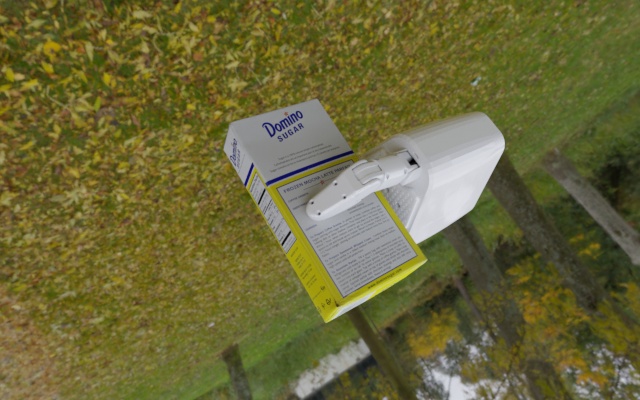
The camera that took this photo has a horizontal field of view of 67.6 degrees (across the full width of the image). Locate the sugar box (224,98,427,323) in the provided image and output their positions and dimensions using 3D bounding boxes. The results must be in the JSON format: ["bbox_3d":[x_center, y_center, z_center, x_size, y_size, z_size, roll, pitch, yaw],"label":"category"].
[{"bbox_3d":[0.000,0.002,0.404,0.093,0.176,0.048,-22,-21,-30],"label":"sugar box"}]
